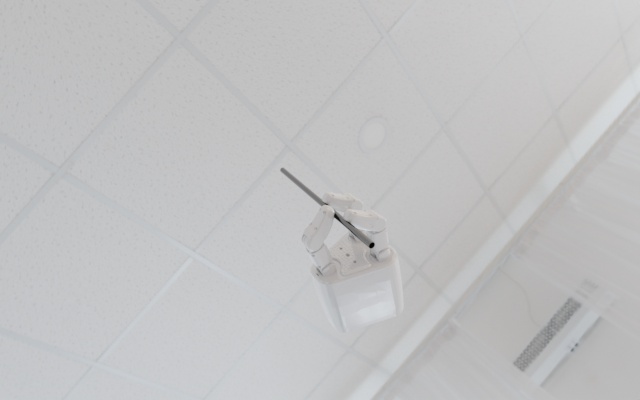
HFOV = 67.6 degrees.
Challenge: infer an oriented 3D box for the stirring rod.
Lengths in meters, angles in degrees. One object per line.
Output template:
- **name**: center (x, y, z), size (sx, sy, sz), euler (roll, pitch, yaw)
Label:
- **stirring rod**: center (0.000, 0.002, 0.628), size (0.011, 0.011, 0.239), euler (0, 24, -32)
